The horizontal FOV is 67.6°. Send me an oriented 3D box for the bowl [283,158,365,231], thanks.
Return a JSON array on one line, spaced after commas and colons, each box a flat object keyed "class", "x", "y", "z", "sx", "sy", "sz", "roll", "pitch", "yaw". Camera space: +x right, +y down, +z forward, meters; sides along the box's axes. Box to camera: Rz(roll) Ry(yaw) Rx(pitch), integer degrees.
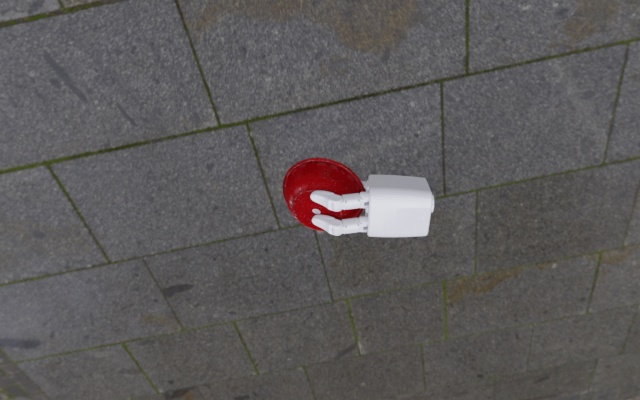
[{"class": "bowl", "x": -0.001, "y": 0.003, "z": 0.881, "sx": 0.162, "sy": 0.162, "sz": 0.055, "roll": 0, "pitch": 37, "yaw": 17}]
